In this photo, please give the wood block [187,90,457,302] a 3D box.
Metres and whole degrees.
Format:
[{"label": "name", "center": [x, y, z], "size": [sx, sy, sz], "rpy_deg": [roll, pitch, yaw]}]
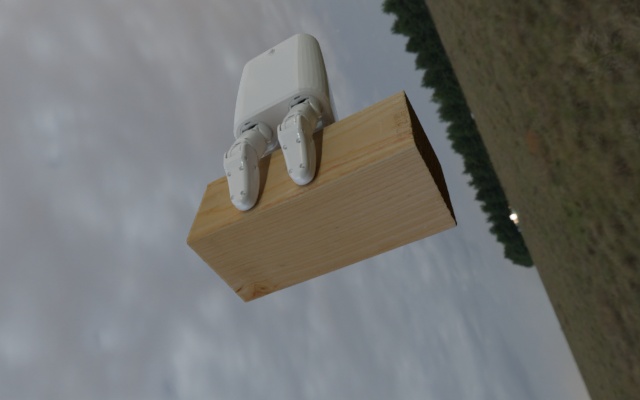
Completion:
[{"label": "wood block", "center": [0.000, 0.001, 0.422], "size": [0.206, 0.091, 0.090], "rpy_deg": [-23, 34, 20]}]
